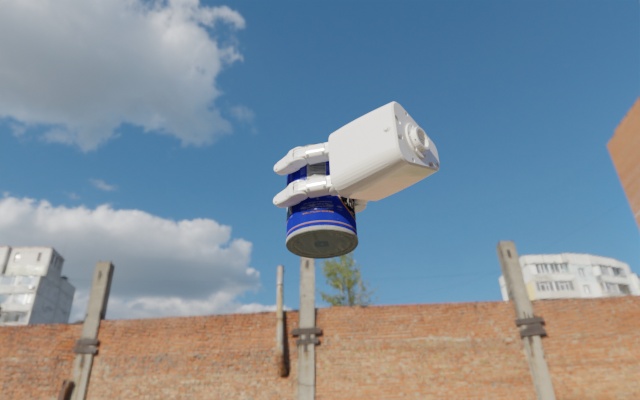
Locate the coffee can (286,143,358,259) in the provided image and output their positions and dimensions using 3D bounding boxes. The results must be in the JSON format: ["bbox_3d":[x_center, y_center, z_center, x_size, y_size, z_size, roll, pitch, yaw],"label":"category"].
[{"bbox_3d":[0.000,0.003,0.707,0.103,0.140,0.103,-2,-29,-1],"label":"coffee can"}]
